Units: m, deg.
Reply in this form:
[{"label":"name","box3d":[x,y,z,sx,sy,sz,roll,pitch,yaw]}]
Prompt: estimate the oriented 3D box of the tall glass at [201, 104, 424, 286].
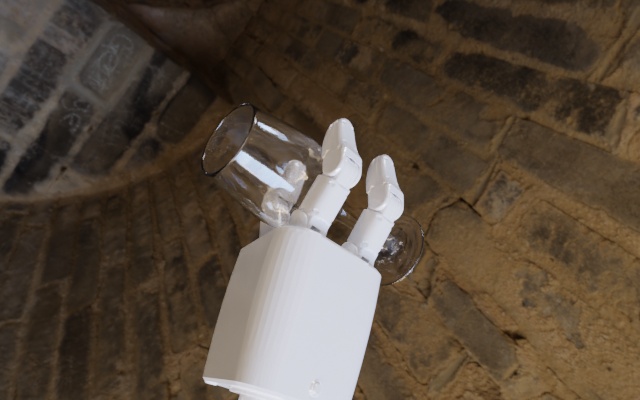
[{"label":"tall glass","box3d":[0.001,0.002,0.401,0.201,0.079,0.079,34,-21,-34]}]
